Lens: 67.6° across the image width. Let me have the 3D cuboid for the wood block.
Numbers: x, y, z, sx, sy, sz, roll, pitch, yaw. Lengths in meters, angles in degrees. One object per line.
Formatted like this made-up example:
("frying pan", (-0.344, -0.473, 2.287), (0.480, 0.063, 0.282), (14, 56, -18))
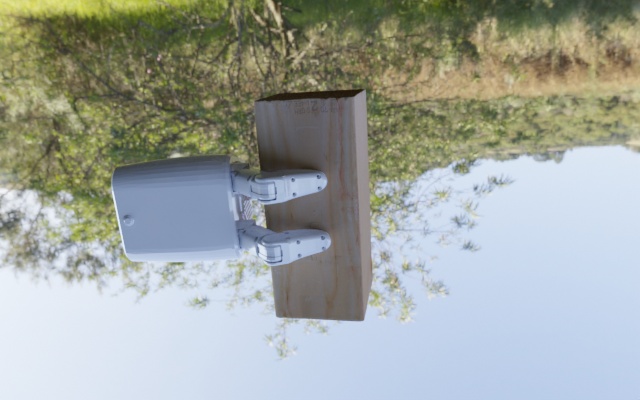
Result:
("wood block", (0.000, 0.002, 0.464), (0.090, 0.206, 0.090), (0, 17, 11))
